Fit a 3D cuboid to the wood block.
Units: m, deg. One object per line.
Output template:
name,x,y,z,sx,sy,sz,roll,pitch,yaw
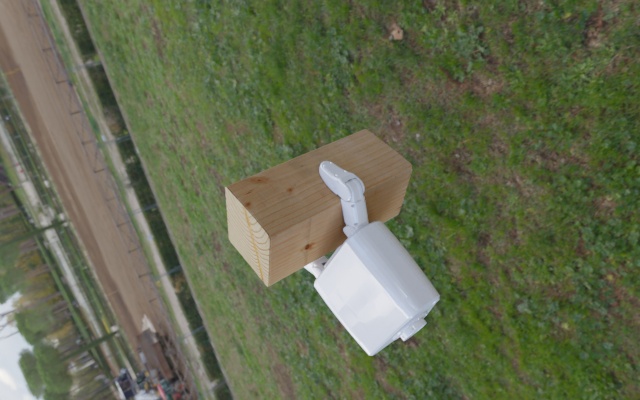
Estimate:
wood block,0.000,0.002,0.575,0.206,0.091,0.090,-26,53,-29
